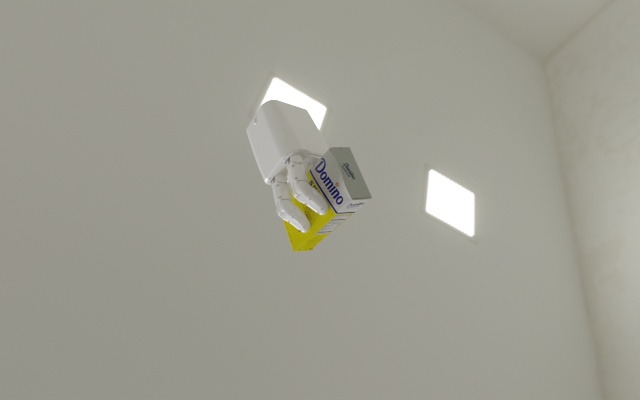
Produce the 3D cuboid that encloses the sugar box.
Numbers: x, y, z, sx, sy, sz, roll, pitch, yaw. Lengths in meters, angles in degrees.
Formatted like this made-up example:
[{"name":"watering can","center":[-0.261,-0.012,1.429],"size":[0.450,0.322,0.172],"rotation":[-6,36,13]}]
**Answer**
[{"name":"sugar box","center":[0.000,0.002,0.753],"size":[0.048,0.093,0.176],"rotation":[-5,-28,-36]}]
